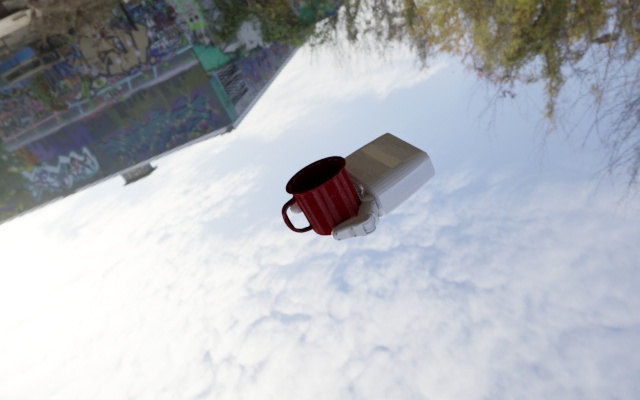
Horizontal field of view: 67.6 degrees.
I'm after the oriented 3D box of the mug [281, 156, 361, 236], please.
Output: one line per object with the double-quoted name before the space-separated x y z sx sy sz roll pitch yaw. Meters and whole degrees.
"mug" -0.001 0.003 0.672 0.117 0.081 0.093 -35 25 -14
